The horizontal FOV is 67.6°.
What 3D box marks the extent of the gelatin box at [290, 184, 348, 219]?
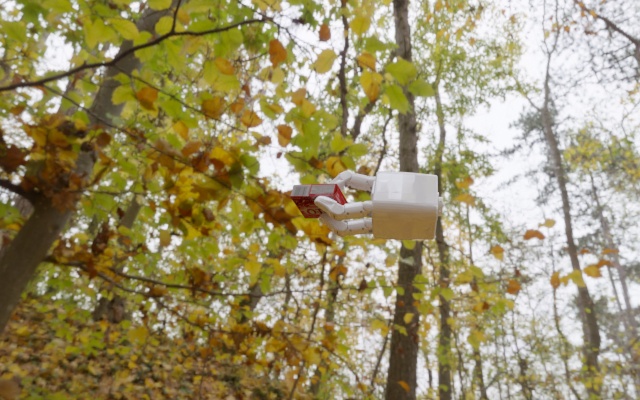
[{"bbox_3d":[0.000,0.002,0.857,0.089,0.030,0.073,0,-34,25],"label":"gelatin box"}]
